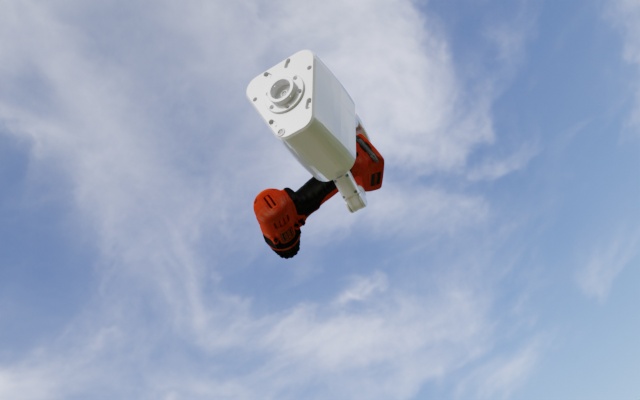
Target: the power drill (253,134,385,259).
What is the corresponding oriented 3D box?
[{"bbox_3d":[0.000,0.002,0.666,0.187,0.057,0.184,-36,-20,-11],"label":"power drill"}]
